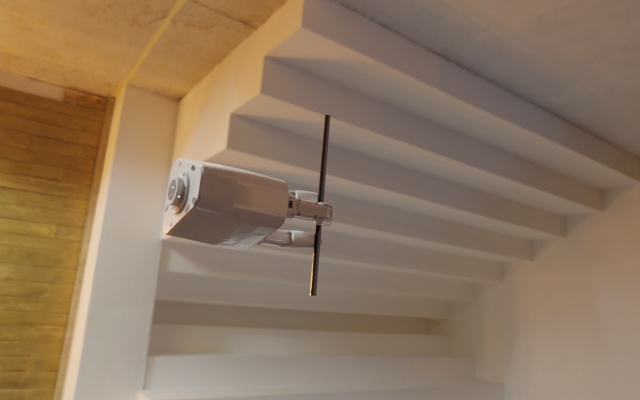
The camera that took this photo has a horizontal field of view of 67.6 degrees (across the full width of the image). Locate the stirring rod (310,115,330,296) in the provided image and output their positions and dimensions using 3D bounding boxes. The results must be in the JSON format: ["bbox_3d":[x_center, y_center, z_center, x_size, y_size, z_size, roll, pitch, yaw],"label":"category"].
[{"bbox_3d":[0.000,0.002,0.622,0.011,0.239,0.011,4,-12,1],"label":"stirring rod"}]
